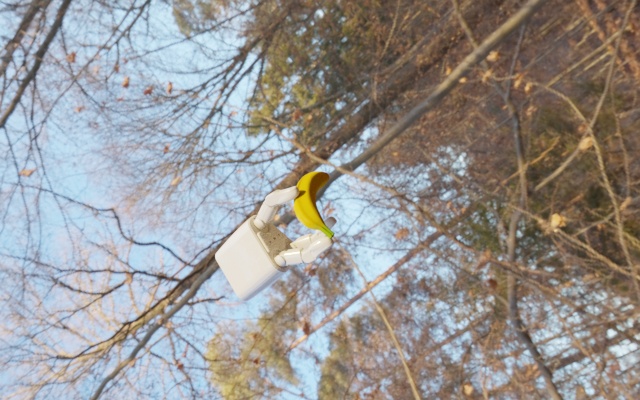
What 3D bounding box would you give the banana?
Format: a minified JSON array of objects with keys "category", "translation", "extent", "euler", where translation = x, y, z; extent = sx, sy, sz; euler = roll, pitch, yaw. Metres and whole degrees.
[{"category":"banana","translation":[-0.014,-0.005,0.826],"extent":[0.070,0.037,0.197],"euler":[34,27,-21]}]
